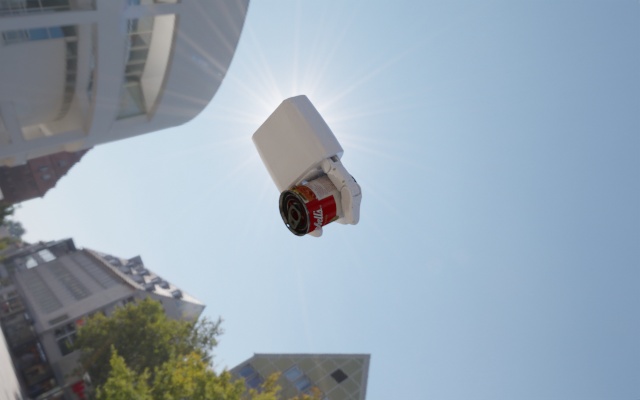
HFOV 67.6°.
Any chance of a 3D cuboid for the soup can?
[{"bbox_3d":[0.001,0.003,0.684,0.102,0.068,0.068,-23,13,-35],"label":"soup can"}]
